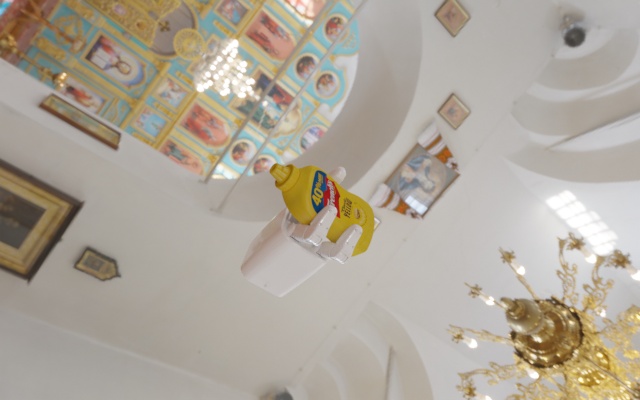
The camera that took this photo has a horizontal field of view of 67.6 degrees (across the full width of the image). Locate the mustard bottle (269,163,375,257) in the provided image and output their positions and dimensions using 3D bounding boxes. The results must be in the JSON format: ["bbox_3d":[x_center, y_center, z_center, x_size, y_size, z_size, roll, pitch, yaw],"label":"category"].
[{"bbox_3d":[0.001,0.002,0.720,0.192,0.096,0.058,35,-42,-30],"label":"mustard bottle"}]
